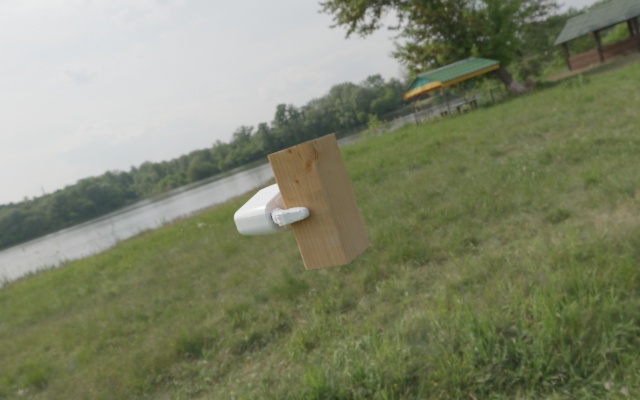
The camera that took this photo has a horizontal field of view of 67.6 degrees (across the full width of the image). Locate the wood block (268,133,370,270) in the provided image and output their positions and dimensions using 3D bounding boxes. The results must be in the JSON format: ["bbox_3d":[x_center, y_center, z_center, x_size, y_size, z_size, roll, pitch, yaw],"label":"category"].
[{"bbox_3d":[0.000,0.003,0.810,0.090,0.206,0.091,-14,8,34],"label":"wood block"}]
